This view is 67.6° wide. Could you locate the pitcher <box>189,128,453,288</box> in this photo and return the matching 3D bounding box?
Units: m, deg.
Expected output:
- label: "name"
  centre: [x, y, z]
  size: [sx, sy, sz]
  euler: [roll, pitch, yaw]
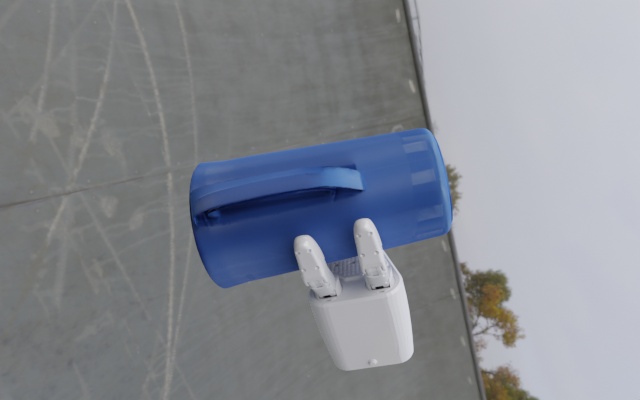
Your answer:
- label: "pitcher"
  centre: [0.000, 0.002, 0.475]
  size: [0.243, 0.145, 0.149]
  euler: [-12, 29, 8]
